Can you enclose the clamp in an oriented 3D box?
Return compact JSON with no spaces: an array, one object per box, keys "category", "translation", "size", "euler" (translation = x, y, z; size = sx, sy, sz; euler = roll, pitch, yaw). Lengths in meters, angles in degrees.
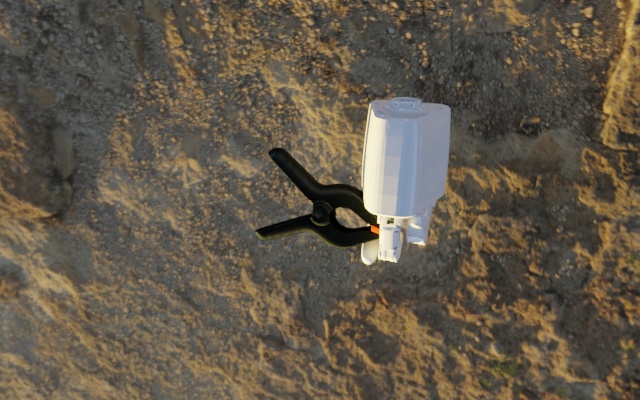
[{"category":"clamp","translation":[0.000,0.002,0.578],"size":[0.171,0.120,0.039],"euler":[7,22,15]}]
